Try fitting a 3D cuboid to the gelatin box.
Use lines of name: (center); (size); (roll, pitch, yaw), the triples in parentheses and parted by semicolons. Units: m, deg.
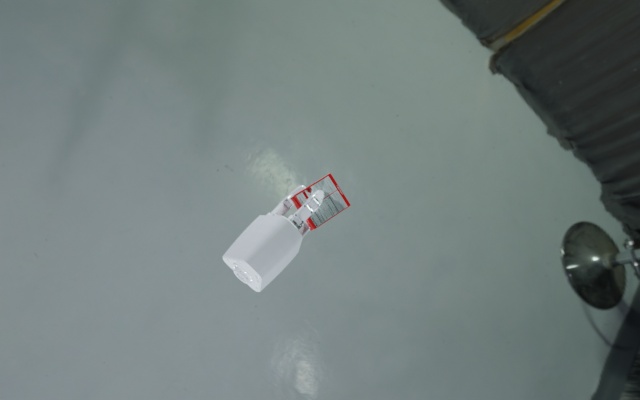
gelatin box: (0.001, 0.003, 0.889); (0.089, 0.073, 0.030); (-33, 0, -22)
